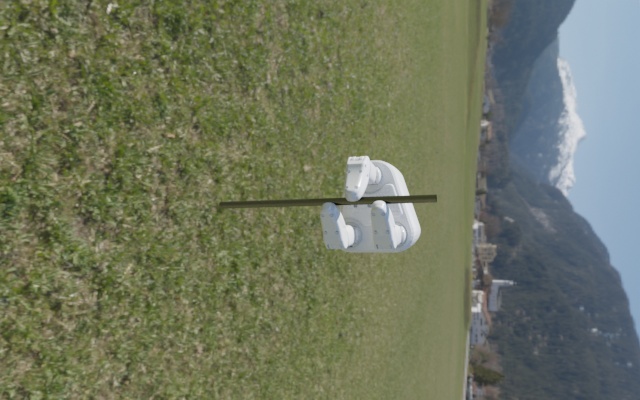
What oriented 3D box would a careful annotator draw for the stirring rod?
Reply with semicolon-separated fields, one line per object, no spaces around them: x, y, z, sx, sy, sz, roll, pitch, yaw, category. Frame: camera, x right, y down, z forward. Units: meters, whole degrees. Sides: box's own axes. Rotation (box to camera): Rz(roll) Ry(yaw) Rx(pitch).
0.000;0.002;0.508;0.239;0.011;0.011;-2;-1;19;stirring rod
